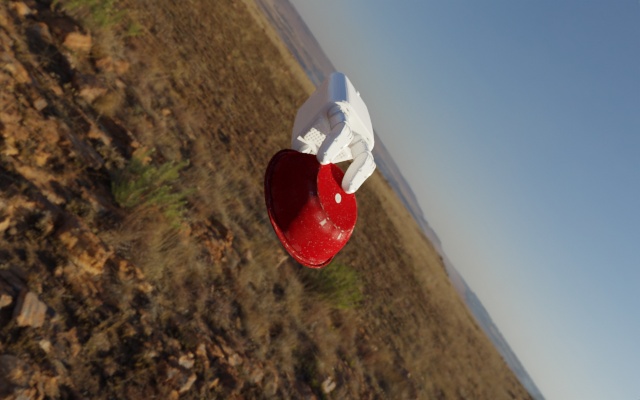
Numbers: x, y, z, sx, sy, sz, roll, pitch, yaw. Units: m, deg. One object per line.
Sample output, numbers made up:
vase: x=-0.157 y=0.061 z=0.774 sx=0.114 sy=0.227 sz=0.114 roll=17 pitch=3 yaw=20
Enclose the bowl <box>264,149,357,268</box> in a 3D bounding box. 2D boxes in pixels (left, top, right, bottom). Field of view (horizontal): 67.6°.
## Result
bowl: x=0.000 y=0.003 z=0.611 sx=0.055 sy=0.162 sz=0.162 roll=-19 pitch=-10 yaw=31
